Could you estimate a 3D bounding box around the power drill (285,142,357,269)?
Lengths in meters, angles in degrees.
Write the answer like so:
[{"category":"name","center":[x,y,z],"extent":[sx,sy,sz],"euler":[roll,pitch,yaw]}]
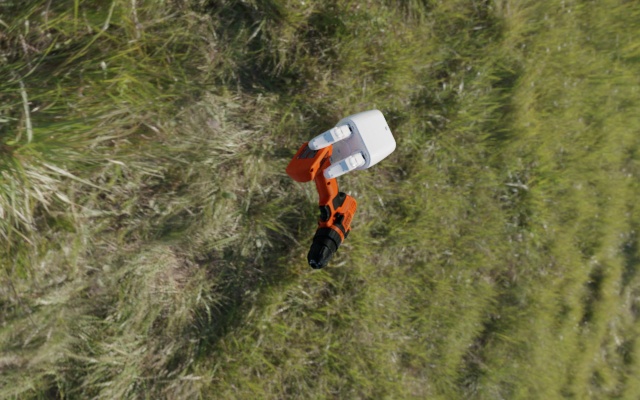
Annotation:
[{"category":"power drill","center":[0.000,0.002,0.846],"extent":[0.057,0.188,0.184],"euler":[-1,37,25]}]
